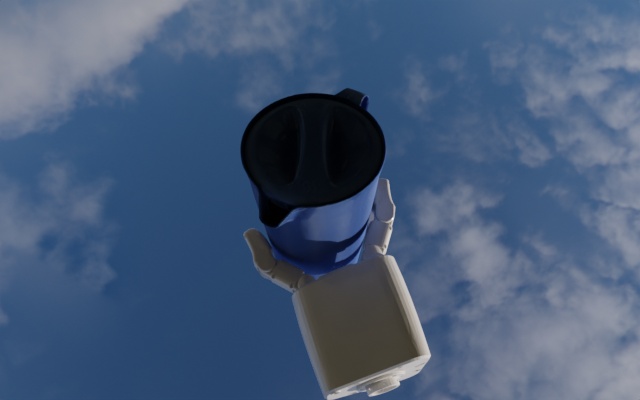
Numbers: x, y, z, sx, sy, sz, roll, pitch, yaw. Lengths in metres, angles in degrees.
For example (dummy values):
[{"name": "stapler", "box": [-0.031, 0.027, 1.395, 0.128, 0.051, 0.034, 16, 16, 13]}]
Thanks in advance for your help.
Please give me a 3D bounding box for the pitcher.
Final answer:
[{"name": "pitcher", "box": [0.000, 0.002, 0.537, 0.149, 0.145, 0.243, -16, -30, -9]}]
